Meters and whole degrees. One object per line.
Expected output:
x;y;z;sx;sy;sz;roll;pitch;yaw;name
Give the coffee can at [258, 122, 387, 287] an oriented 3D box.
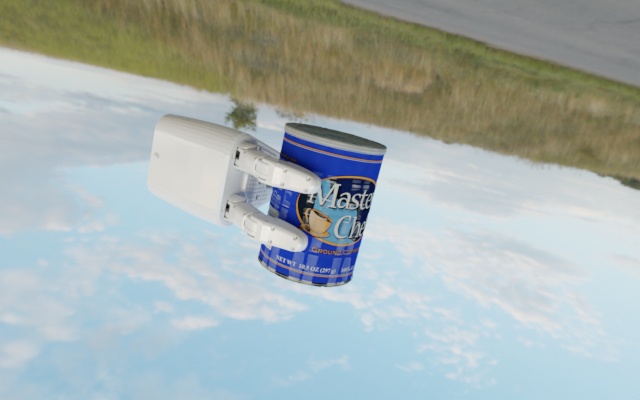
0.000;0.001;0.484;0.103;0.140;0.102;13;13;-3;coffee can
